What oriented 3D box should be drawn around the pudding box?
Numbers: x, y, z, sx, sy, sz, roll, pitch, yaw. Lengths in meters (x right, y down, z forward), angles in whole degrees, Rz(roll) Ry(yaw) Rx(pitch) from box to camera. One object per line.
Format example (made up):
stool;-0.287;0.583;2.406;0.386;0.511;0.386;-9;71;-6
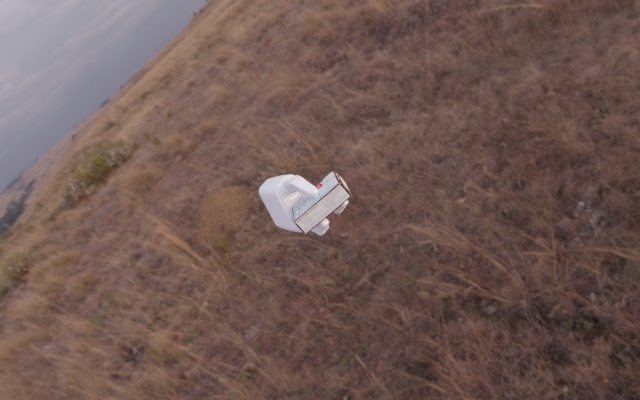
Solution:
pudding box;0.000;0.003;0.886;0.113;0.039;0.090;-42;17;8
